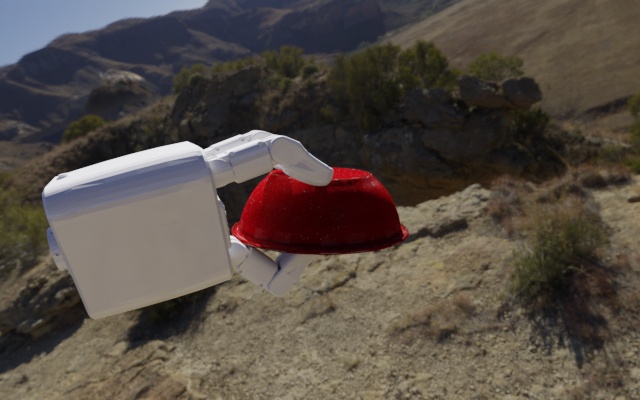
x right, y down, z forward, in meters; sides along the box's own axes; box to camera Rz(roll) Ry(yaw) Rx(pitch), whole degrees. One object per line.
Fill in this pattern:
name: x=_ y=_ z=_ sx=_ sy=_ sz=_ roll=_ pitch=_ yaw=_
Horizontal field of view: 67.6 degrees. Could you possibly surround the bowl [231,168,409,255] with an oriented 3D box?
bowl: x=0.001 y=0.001 z=0.436 sx=0.162 sy=0.055 sz=0.162 roll=1 pitch=10 yaw=0
